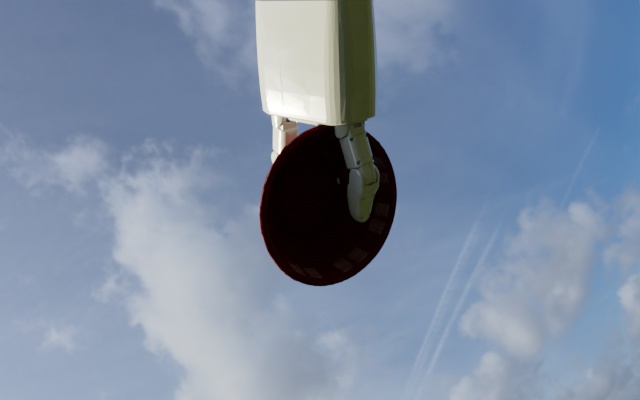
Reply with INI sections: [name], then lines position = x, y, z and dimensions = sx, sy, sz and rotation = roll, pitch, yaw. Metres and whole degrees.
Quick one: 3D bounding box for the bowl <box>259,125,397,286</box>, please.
[bowl]
position = 0.000, 0.003, 0.485
dimensions = 0.162, 0.162, 0.055
rotation = 0, 9, -34
